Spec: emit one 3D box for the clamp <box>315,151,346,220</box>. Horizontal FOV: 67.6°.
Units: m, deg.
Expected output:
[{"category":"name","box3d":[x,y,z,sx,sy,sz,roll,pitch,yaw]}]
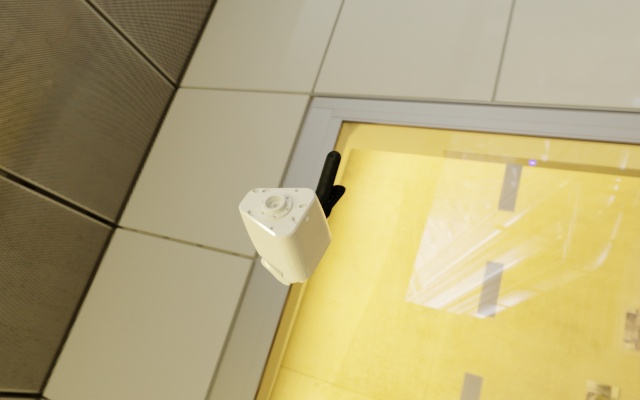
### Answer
[{"category":"clamp","box3d":[0.000,0.003,0.796,0.039,0.171,0.120,13,-37,21]}]
